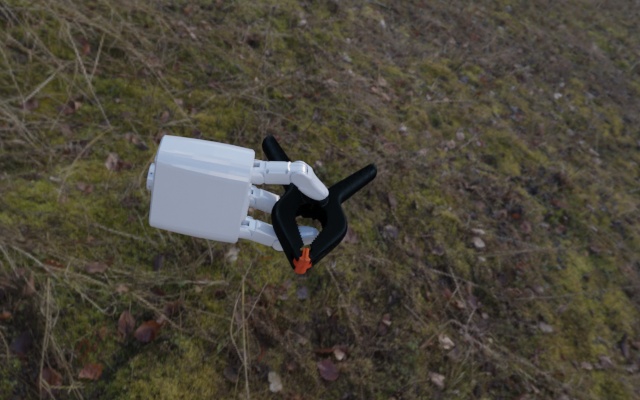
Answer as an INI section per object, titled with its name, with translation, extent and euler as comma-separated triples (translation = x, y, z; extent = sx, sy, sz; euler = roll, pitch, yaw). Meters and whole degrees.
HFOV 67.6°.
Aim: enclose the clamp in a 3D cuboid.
[clamp]
translation = 0.000, 0.002, 0.607
extent = 0.164, 0.209, 0.036
euler = 9, -44, -10
